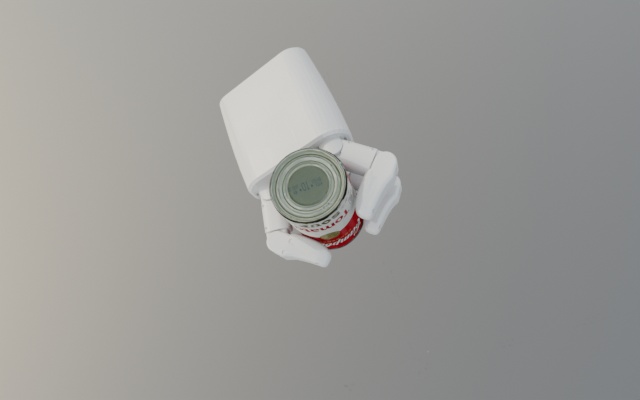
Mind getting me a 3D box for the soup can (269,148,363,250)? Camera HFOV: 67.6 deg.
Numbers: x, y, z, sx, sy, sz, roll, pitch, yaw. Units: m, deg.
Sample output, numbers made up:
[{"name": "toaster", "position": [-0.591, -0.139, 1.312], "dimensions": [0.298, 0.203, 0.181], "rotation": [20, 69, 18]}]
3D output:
[{"name": "soup can", "position": [0.000, 0.002, 0.435], "dimensions": [0.068, 0.068, 0.102], "rotation": [0, -17, 13]}]
